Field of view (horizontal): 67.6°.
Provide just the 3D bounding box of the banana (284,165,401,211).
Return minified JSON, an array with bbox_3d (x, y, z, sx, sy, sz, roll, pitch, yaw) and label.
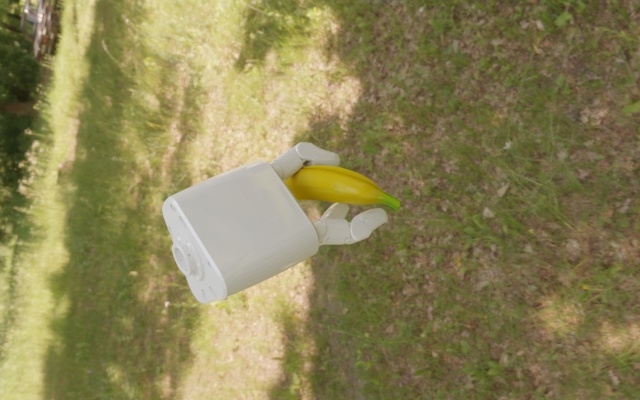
[{"bbox_3d":[-0.008,-0.010,0.535,0.198,0.037,0.070,4,-38,47],"label":"banana"}]
